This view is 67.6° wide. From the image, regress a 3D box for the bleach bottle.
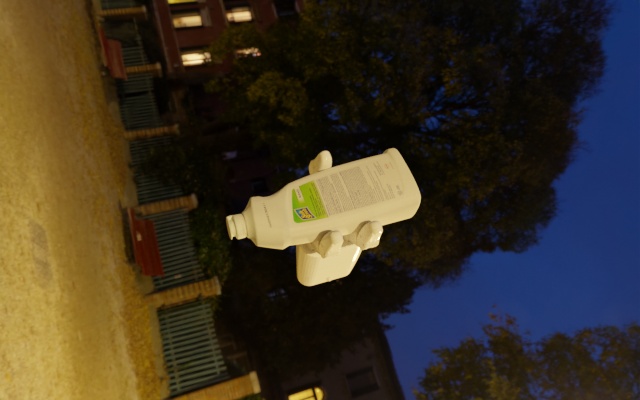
[{"bbox_3d":[0.000,0.002,0.633,0.251,0.102,0.068,-12,-32,-17],"label":"bleach bottle"}]
